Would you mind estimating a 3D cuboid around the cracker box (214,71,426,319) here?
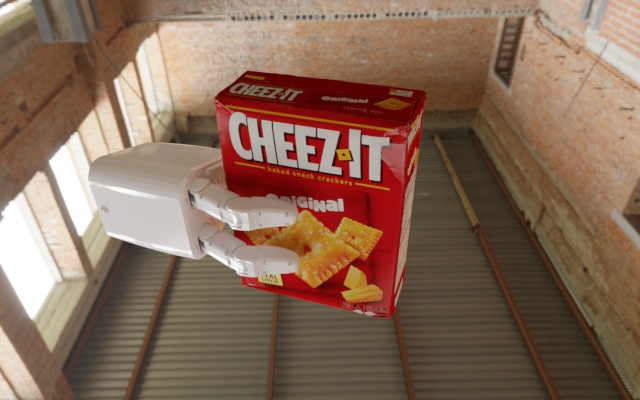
[{"bbox_3d":[0.000,0.001,0.442,0.164,0.214,0.072,10,37,16],"label":"cracker box"}]
